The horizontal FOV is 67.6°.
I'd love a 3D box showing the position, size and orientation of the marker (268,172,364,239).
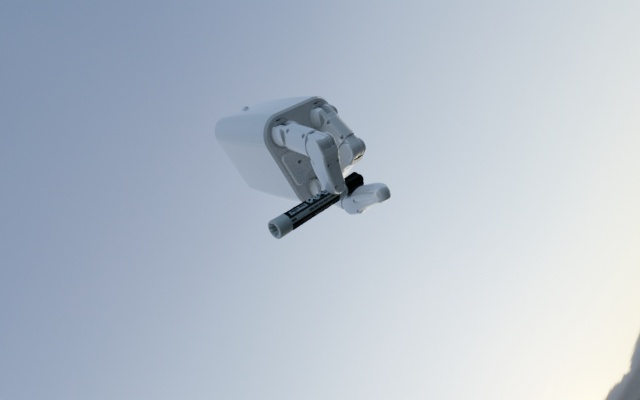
[{"bbox_3d":[0.000,0.002,0.465,0.121,0.020,0.020,-31,19,-36],"label":"marker"}]
